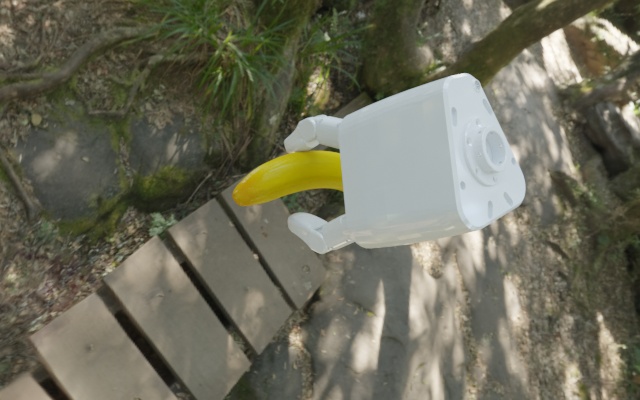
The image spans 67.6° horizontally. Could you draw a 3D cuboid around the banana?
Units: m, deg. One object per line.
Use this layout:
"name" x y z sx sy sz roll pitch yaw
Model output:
"banana" 0.004 -0.016 0.480 0.198 0.069 0.037 11 -9 -39
